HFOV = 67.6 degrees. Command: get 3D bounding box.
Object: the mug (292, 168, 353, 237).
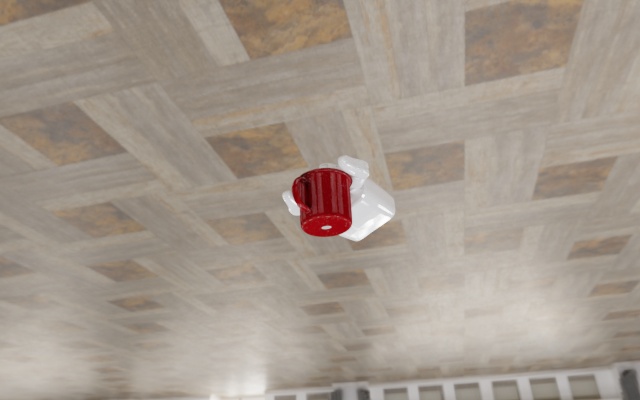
[{"bbox_3d":[-0.001,0.002,0.749,0.093,0.081,0.117,-23,-34,33],"label":"mug"}]
